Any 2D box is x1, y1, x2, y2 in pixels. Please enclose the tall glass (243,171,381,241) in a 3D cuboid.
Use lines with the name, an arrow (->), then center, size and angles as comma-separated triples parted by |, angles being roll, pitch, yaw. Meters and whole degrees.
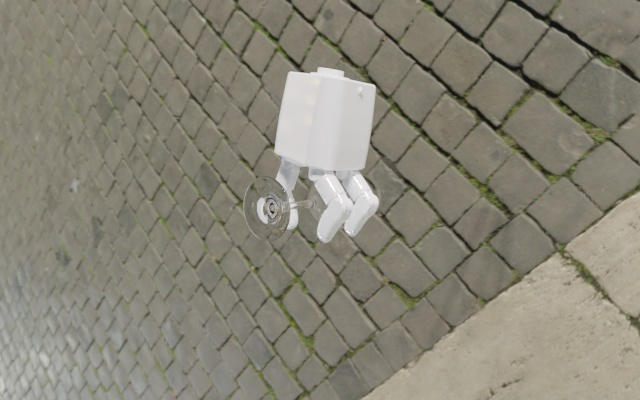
tall glass -> 0.000, 0.002, 0.617 | 0.079, 0.079, 0.201 | 0, 4, 39
